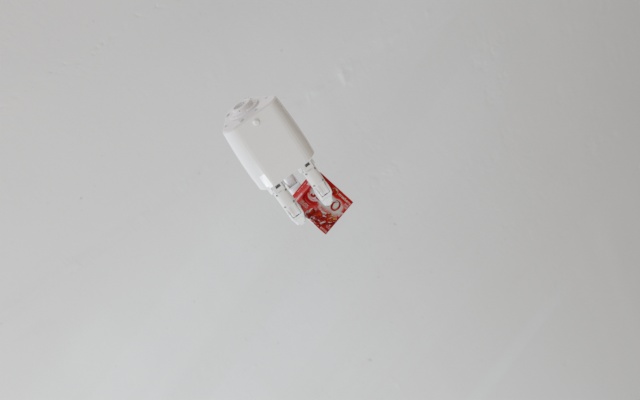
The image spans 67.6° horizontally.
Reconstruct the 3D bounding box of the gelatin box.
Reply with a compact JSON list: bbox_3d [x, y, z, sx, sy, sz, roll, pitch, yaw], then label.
[{"bbox_3d":[0.000,0.003,0.795,0.089,0.073,0.030,42,-3,-33],"label":"gelatin box"}]
